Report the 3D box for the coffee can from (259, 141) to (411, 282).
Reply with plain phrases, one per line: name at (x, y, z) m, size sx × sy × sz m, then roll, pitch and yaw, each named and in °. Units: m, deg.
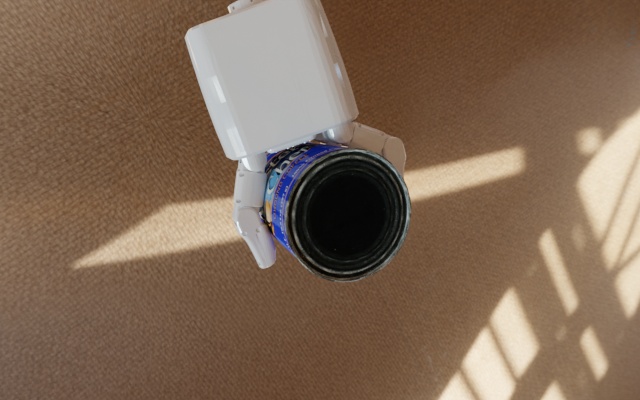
coffee can at (0.000, 0.002, 0.421) m, size 0.103 × 0.103 × 0.140 m, roll 0°, pitch 9°, yaw -20°
